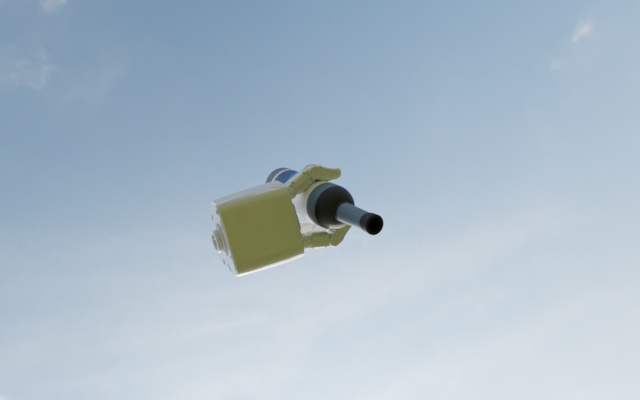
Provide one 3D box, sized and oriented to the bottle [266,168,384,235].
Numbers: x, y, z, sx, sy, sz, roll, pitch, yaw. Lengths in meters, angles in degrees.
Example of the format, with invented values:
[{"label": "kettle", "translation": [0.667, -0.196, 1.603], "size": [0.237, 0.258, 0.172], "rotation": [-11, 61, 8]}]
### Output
[{"label": "bottle", "translation": [0.000, 0.002, 0.728], "size": [0.069, 0.069, 0.295], "rotation": [0, 11, -28]}]
